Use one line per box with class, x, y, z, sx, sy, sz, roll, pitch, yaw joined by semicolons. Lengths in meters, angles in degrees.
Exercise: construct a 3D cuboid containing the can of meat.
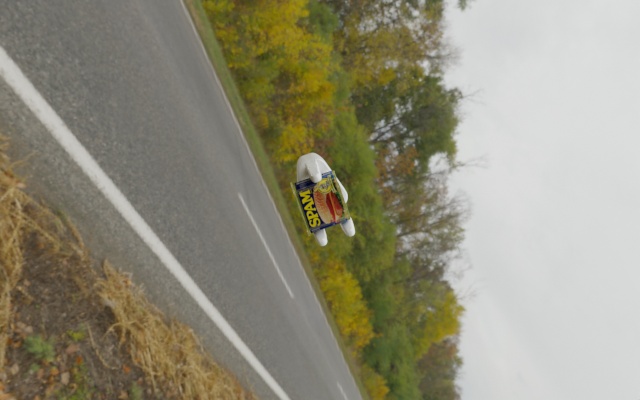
can of meat;0.000;0.003;0.877;0.084;0.102;0.057;-19;10;-1
